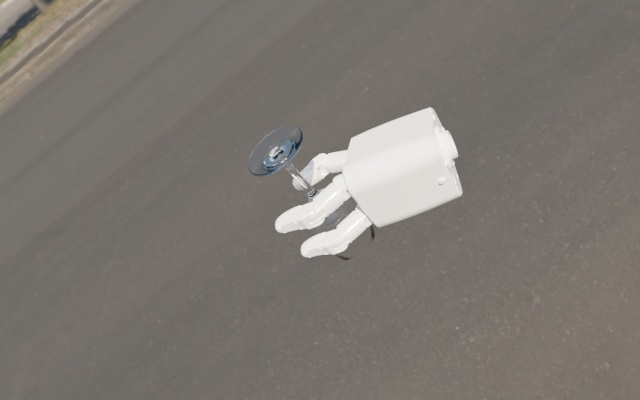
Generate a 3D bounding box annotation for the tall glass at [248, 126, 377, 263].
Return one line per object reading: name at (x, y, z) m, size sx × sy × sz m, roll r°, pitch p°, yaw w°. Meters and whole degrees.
tall glass at (0.000, 0.002, 0.598) m, size 0.079 × 0.079 × 0.201 m, roll 0°, pitch -36°, yaw 39°
